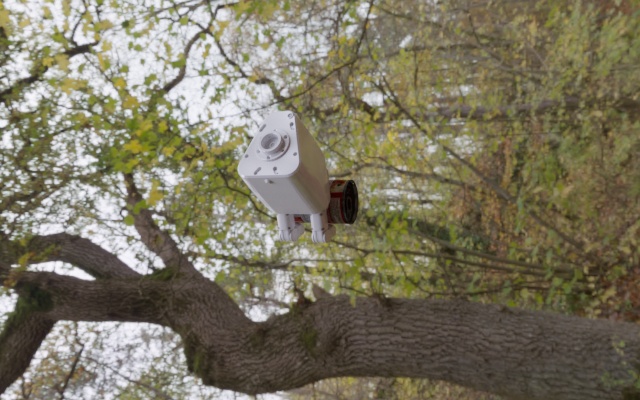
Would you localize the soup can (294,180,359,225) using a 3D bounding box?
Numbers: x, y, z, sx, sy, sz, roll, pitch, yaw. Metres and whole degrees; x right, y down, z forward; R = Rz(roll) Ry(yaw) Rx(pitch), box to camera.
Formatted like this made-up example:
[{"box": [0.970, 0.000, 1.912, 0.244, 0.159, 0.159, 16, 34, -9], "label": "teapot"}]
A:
[{"box": [0.000, 0.003, 0.735, 0.102, 0.068, 0.068, 0, 0, 22], "label": "soup can"}]
